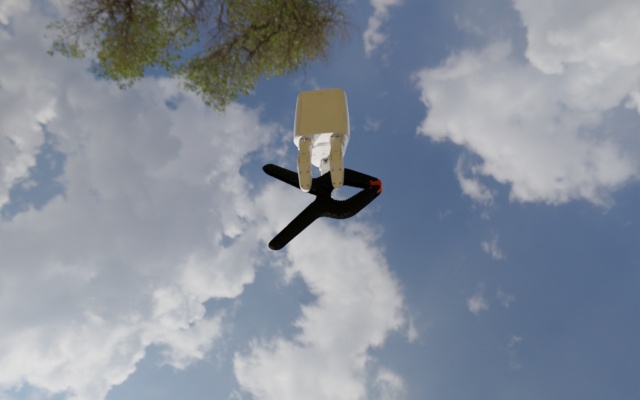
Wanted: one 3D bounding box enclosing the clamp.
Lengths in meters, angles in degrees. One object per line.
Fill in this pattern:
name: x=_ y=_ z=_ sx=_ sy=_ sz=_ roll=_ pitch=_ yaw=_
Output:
clamp: x=0.001 y=0.003 z=0.812 sx=0.210 sy=0.164 sz=0.036 roll=-4 pitch=-26 yaw=7
